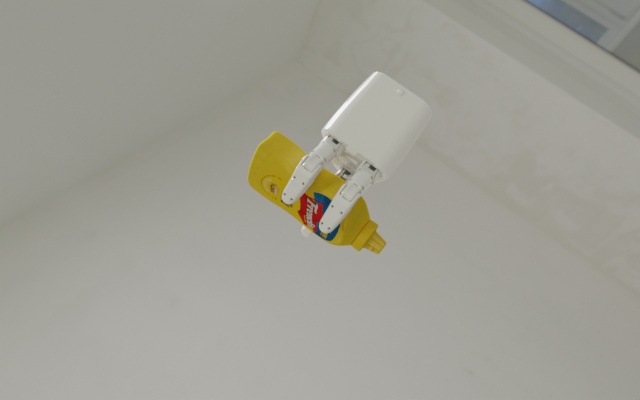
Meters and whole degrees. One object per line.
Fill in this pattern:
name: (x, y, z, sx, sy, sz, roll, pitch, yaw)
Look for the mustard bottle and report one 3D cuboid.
mustard bottle: (0.000, 0.002, 0.595, 0.058, 0.191, 0.096, -47, -10, -37)
